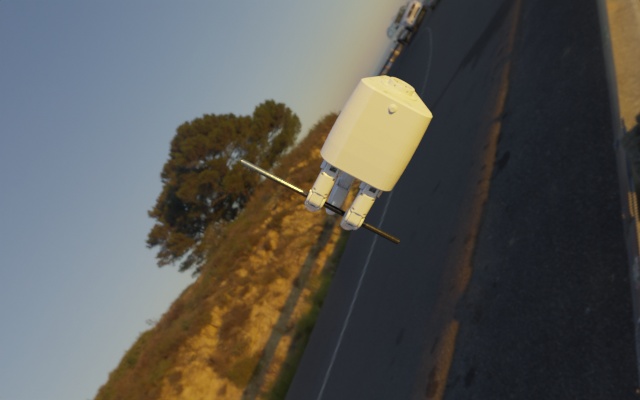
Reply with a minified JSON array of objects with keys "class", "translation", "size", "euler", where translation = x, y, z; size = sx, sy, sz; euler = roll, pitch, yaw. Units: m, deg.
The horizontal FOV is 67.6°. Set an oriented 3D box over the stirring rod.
[{"class":"stirring rod","translation":[0.000,0.002,0.652],"size":[0.239,0.011,0.011],"euler":[27,-1,-2]}]
